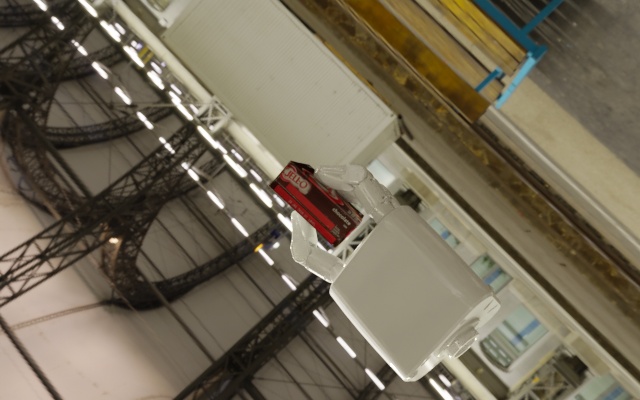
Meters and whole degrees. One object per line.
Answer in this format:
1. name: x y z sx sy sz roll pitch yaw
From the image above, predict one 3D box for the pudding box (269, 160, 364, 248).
1. pudding box: 0.000 0.002 0.503 0.090 0.039 0.113 44 5 4
